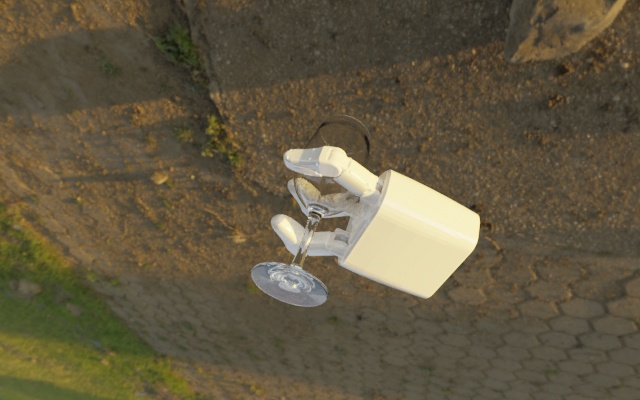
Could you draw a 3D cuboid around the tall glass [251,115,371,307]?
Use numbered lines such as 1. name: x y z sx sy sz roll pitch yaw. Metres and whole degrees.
1. tall glass: 0.000 0.002 0.489 0.079 0.201 0.079 13 -36 10
